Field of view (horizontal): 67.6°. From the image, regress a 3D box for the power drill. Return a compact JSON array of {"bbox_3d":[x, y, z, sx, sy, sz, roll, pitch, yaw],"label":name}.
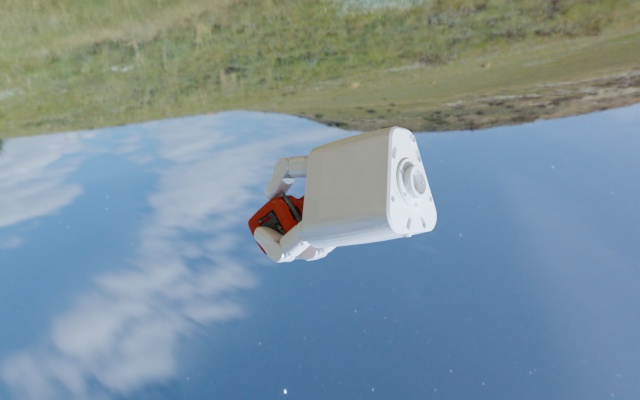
[{"bbox_3d":[0.000,0.002,0.630,0.187,0.057,0.184,-30,-4,-32],"label":"power drill"}]
